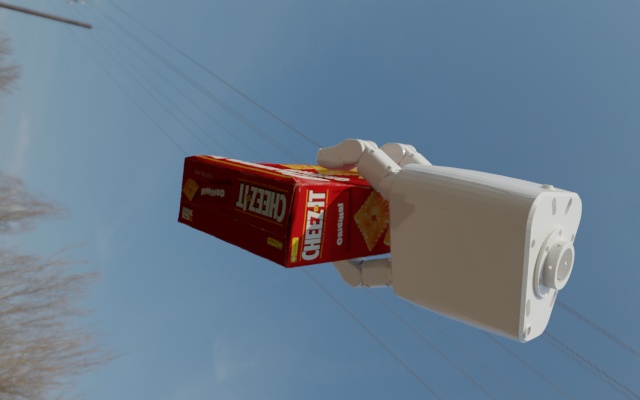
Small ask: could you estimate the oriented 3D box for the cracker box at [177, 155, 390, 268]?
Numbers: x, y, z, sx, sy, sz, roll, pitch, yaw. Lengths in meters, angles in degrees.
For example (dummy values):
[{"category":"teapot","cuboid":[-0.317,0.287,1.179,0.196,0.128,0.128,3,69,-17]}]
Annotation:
[{"category":"cracker box","cuboid":[0.000,0.002,0.461,0.214,0.072,0.164,0,10,-45]}]
